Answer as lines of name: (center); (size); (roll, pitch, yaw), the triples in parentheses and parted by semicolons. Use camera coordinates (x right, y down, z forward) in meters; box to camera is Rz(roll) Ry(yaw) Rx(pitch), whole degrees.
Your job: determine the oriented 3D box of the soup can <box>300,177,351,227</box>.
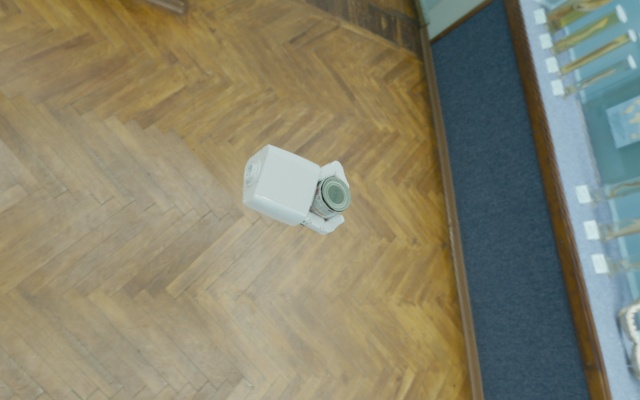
soup can: (0.001, 0.003, 0.889); (0.068, 0.068, 0.102); (0, -17, -37)
